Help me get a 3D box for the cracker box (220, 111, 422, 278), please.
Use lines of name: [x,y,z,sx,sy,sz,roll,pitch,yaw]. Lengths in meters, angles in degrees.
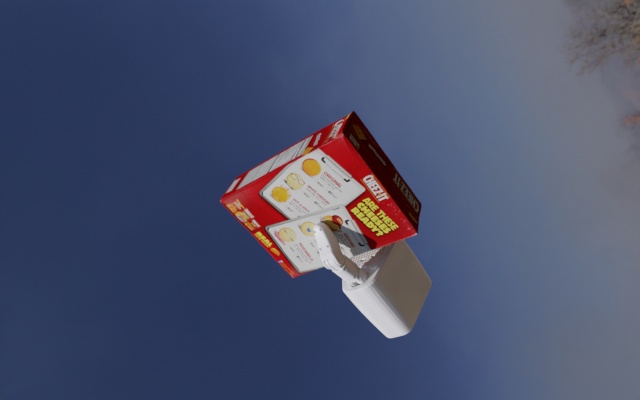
cracker box: [0.000,0.002,0.639,0.214,0.164,0.072,-25,26,32]
